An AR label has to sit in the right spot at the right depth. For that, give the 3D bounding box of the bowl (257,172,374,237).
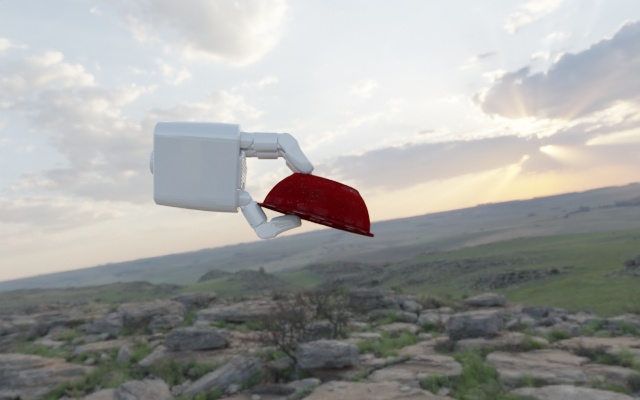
[{"bbox_3d":[0.001,0.002,0.635,0.162,0.055,0.162,16,-5,1],"label":"bowl"}]
